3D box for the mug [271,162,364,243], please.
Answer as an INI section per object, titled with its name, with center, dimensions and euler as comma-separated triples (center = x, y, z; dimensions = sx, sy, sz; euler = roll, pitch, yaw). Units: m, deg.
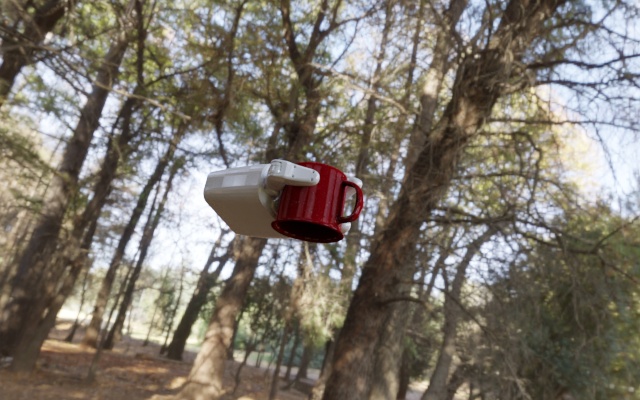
[mug]
center = 0.001, 0.002, 0.605
dimensions = 0.117, 0.081, 0.093
euler = -3, -23, 32
